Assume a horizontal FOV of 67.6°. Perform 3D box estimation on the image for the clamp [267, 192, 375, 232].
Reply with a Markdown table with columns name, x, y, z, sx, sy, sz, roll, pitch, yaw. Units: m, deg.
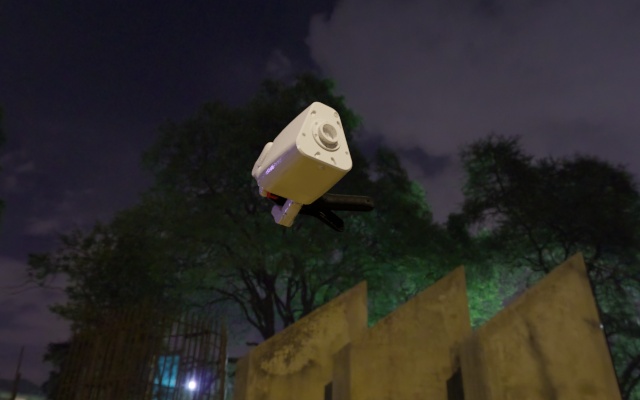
| name | x | y | z | sx | sy | sz | roll | pitch | yaw |
| --- | --- | --- | --- | --- | --- | --- | --- | --- | --- |
| clamp | 0.000 | 0.002 | 0.784 | 0.171 | 0.039 | 0.120 | 20 | -36 | -28 |
